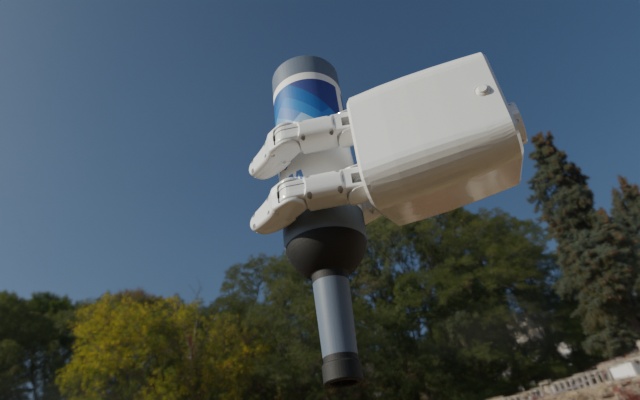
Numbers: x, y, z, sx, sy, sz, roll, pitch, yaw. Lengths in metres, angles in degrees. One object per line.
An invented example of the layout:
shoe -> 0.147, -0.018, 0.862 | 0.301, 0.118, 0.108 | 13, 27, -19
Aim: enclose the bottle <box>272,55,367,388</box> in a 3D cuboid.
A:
bottle -> 0.000, 0.001, 0.401 | 0.069, 0.295, 0.069 | -5, -34, -3
